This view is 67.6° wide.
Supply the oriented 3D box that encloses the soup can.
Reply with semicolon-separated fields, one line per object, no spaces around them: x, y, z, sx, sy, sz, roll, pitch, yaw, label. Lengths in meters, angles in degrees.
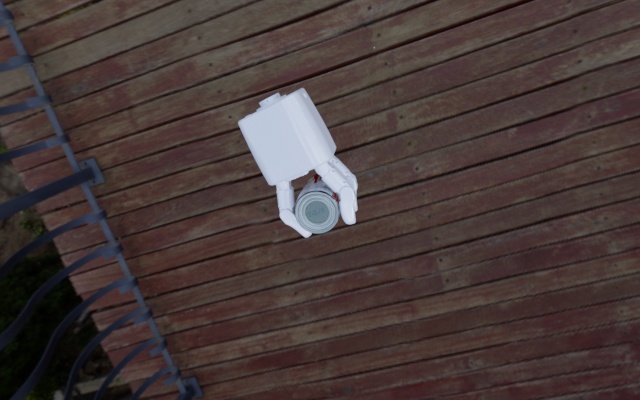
0.000;0.003;0.738;0.068;0.068;0.102;0;18;6;soup can
